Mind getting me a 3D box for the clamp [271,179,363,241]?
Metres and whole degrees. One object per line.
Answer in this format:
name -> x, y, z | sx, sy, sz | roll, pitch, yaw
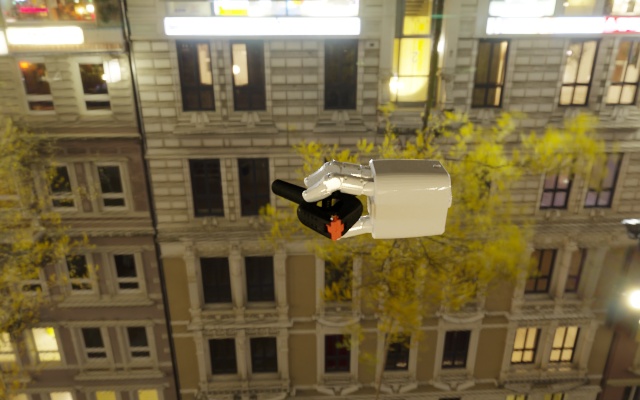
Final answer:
clamp -> 0.000, 0.003, 0.715 | 0.164, 0.036, 0.210 | -4, 22, 2
